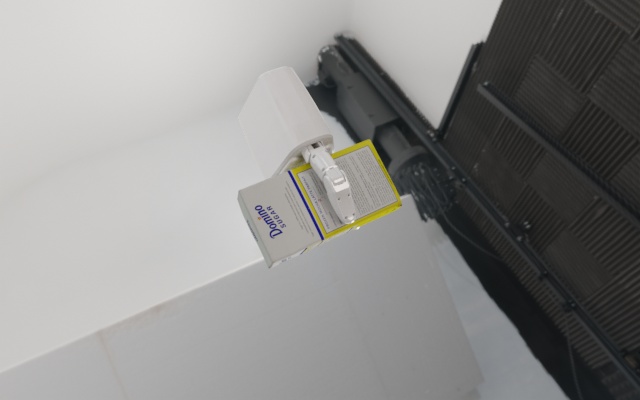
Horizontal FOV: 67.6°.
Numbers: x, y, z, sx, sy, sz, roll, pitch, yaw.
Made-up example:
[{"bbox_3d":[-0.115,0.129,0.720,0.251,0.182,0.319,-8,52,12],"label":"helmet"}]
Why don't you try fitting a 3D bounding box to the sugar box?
[{"bbox_3d":[0.000,0.002,0.566,0.176,0.093,0.048,-23,-11,-18],"label":"sugar box"}]
